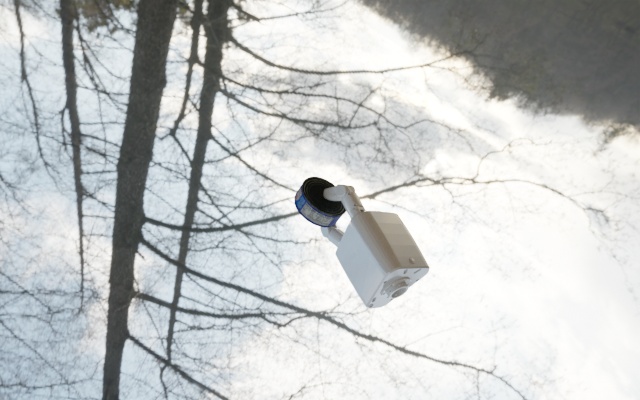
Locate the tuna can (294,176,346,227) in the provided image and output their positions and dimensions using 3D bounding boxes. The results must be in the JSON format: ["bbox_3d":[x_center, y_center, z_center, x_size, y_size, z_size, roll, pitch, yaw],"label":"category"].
[{"bbox_3d":[0.000,0.003,0.791,0.086,0.086,0.034,0,-41,-40],"label":"tuna can"}]
